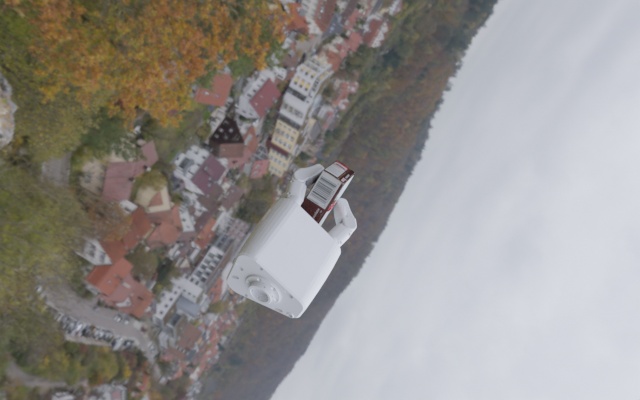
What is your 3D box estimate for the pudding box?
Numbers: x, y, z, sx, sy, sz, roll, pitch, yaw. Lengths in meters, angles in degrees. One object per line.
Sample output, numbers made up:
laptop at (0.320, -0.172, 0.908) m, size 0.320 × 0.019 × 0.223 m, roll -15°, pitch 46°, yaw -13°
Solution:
pudding box at (0.000, 0.002, 0.698) m, size 0.039 × 0.113 × 0.090 m, roll 35°, pitch 19°, yaw 3°
